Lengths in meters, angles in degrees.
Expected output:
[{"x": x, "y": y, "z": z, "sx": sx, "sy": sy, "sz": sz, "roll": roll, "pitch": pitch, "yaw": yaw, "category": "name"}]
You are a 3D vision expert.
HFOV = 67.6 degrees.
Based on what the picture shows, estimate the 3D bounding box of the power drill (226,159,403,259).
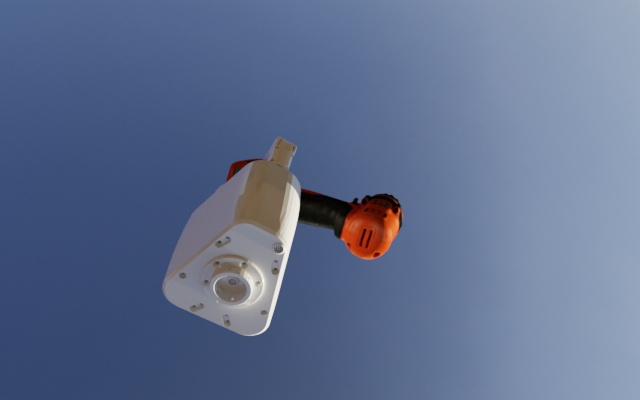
[{"x": 0.000, "y": 0.002, "z": 0.537, "sx": 0.187, "sy": 0.057, "sz": 0.184, "roll": 15, "pitch": 10, "yaw": 11, "category": "power drill"}]
